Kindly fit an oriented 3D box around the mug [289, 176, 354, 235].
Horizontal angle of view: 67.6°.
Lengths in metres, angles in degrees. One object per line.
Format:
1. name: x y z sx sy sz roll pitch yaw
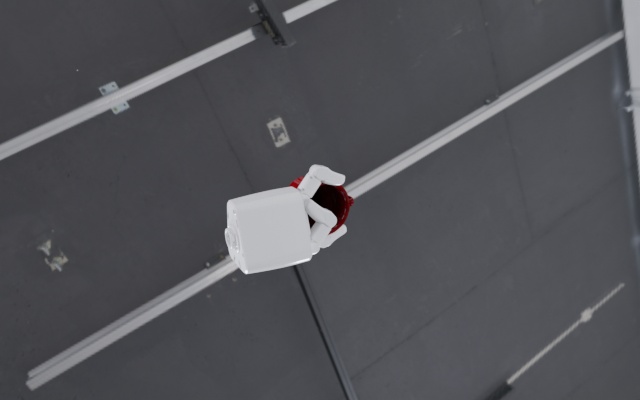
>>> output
1. mug: 0.001 0.002 0.817 0.117 0.093 0.081 -10 18 -26
